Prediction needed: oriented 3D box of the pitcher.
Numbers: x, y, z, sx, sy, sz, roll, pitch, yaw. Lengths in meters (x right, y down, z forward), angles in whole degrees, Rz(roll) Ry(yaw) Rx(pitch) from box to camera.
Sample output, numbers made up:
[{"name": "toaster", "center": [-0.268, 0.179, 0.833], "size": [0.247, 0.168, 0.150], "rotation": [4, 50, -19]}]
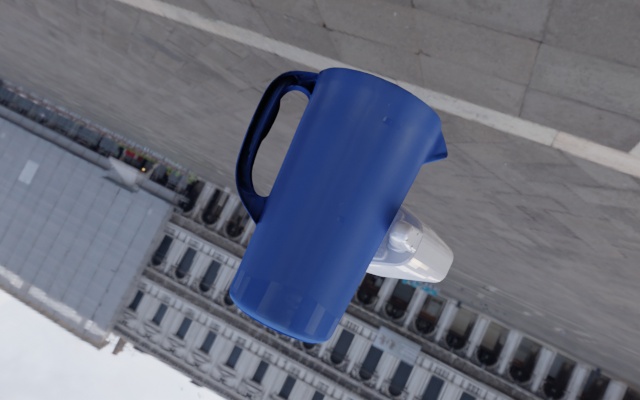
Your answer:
[{"name": "pitcher", "center": [0.000, 0.002, 0.465], "size": [0.149, 0.243, 0.145], "rotation": [22, -6, 39]}]
